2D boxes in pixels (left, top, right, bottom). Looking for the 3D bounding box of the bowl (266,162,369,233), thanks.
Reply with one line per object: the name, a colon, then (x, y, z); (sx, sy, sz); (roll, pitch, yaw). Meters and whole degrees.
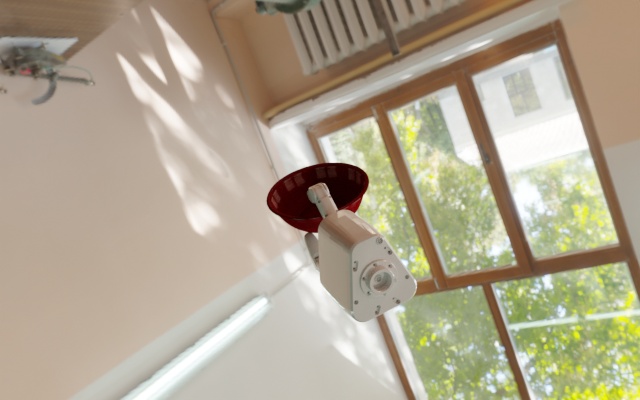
bowl: (0.000, 0.002, 0.748); (0.162, 0.055, 0.162); (-10, 32, 6)
